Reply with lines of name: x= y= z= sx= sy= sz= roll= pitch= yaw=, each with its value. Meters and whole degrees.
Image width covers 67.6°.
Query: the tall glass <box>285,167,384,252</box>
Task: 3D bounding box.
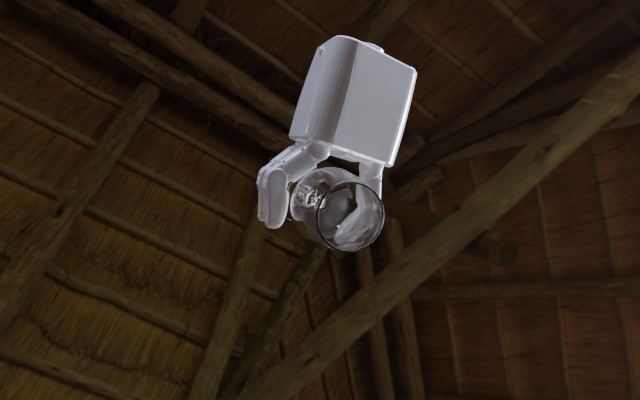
tall glass: x=0.000 y=0.002 z=0.503 sx=0.079 sy=0.079 sz=0.201 roll=0 pitch=8 yaw=-15
